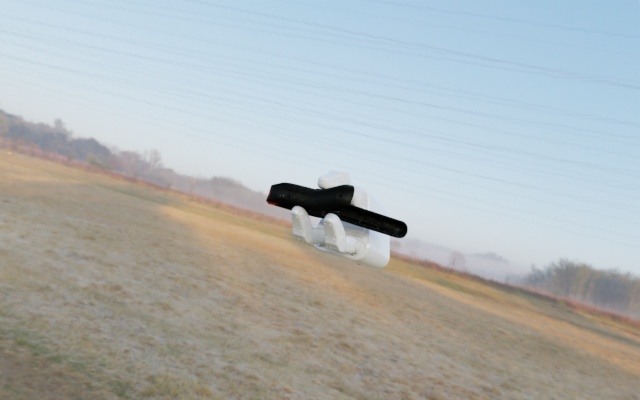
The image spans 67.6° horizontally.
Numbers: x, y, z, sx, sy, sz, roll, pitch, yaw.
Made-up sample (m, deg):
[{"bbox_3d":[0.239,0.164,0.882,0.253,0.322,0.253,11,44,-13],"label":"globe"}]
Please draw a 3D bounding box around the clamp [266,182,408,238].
[{"bbox_3d":[0.000,0.001,0.660,0.210,0.036,0.165,12,-13,31],"label":"clamp"}]
